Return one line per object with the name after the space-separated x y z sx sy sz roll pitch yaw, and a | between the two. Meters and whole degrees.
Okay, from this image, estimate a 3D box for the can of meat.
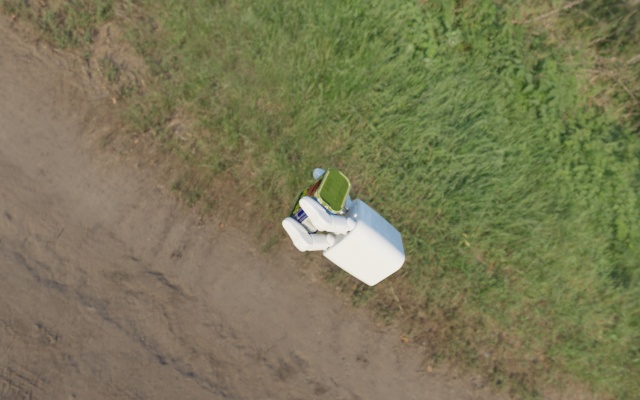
0.000 0.002 0.801 0.084 0.057 0.102 -42 15 38 | can of meat
